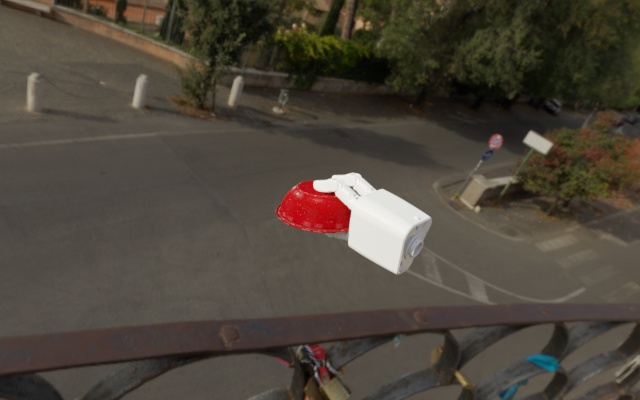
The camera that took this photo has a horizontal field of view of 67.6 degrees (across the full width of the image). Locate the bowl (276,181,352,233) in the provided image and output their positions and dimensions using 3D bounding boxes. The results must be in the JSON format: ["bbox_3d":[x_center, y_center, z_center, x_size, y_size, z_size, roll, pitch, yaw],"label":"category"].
[{"bbox_3d":[-0.001,0.002,0.878,0.162,0.055,0.162,6,20,-2],"label":"bowl"}]
